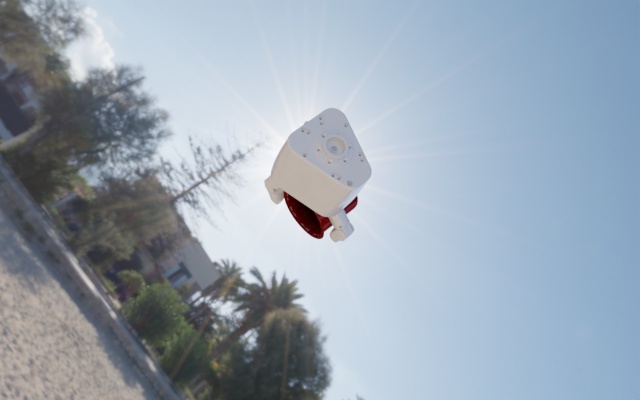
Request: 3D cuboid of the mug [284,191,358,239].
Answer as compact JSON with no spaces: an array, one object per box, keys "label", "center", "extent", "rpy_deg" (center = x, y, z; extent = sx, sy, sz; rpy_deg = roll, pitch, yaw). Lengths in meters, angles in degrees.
[{"label":"mug","center":[0.000,0.003,0.748],"extent":[0.081,0.093,0.117],"rpy_deg":[-36,-4,-23]}]
